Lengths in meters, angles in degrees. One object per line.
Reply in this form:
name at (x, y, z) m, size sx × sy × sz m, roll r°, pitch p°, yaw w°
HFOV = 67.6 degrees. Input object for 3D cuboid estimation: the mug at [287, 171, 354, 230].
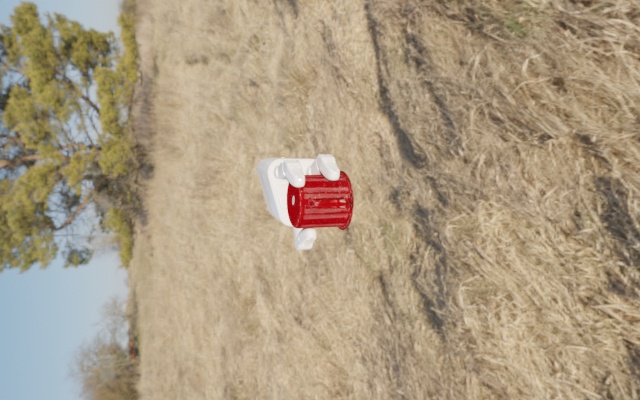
mug at (0.000, 0.003, 0.723) m, size 0.081 × 0.093 × 0.117 m, roll -2°, pitch 7°, yaw -19°
